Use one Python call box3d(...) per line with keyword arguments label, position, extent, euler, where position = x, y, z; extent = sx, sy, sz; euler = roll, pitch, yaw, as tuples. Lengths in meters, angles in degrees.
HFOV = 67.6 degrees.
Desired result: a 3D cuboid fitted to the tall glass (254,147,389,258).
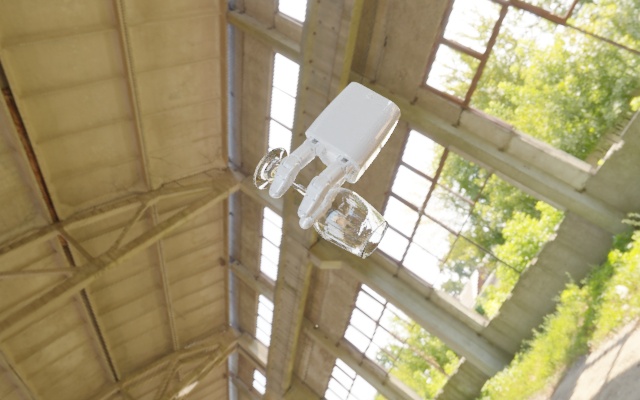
box3d(label="tall glass", position=(0.000, 0.002, 0.693), extent=(0.201, 0.079, 0.079), euler=(35, 15, 22))
